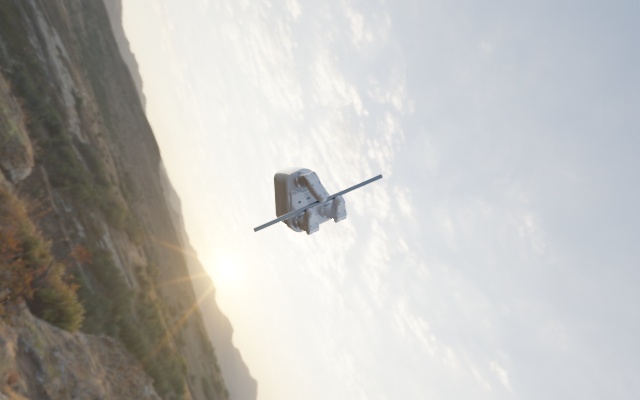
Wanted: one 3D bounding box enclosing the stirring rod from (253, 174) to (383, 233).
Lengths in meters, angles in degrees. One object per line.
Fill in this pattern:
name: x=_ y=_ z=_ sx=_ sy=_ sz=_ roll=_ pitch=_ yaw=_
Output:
stirring rod: x=0.000 y=0.003 z=0.793 sx=0.239 sy=0.011 sz=0.011 roll=-23 pitch=7 yaw=-17
